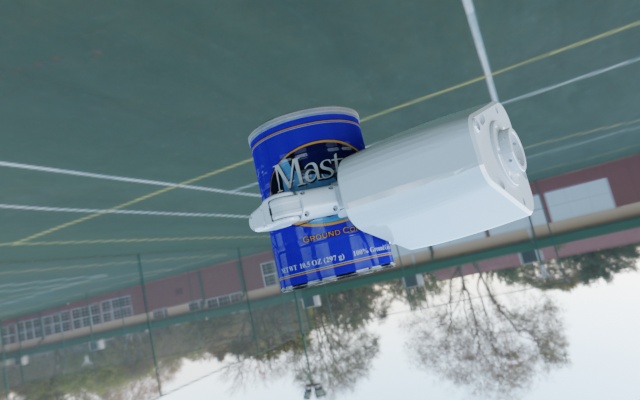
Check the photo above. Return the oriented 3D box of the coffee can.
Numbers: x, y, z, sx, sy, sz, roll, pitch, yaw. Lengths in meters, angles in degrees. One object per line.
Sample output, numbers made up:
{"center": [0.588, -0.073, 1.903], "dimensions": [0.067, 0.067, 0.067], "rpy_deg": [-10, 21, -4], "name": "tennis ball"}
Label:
{"center": [0.000, 0.001, 0.425], "dimensions": [0.103, 0.140, 0.103], "rpy_deg": [-13, -9, -2], "name": "coffee can"}
